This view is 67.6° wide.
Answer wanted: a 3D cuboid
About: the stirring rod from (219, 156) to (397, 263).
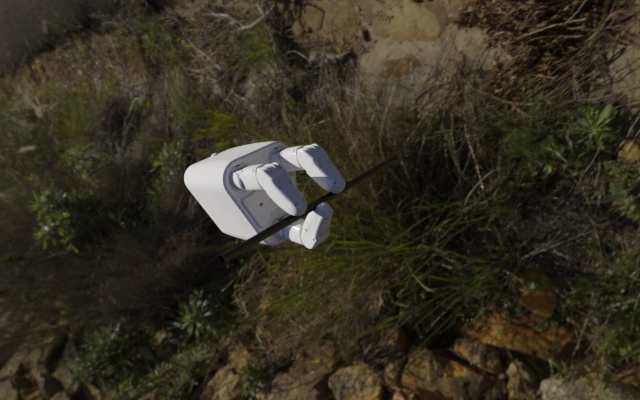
[{"bbox_3d":[0.000,0.002,0.479,0.239,0.011,0.011,-30,19,-36],"label":"stirring rod"}]
